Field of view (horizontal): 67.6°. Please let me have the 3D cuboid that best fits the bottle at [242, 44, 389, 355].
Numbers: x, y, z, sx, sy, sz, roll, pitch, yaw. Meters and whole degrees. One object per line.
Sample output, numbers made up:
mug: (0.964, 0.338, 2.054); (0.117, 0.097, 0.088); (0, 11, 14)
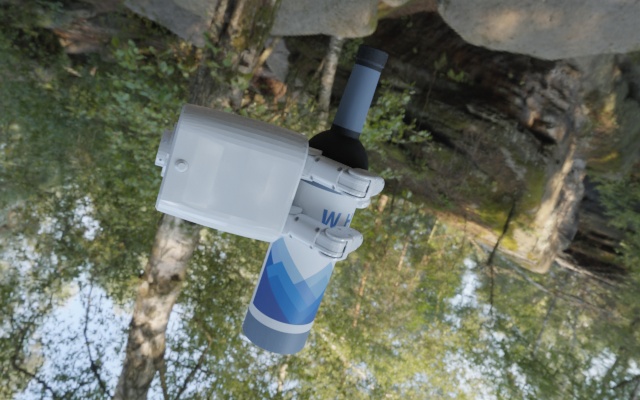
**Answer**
bottle: (0.000, 0.002, 0.454); (0.069, 0.296, 0.069); (18, 12, -4)
